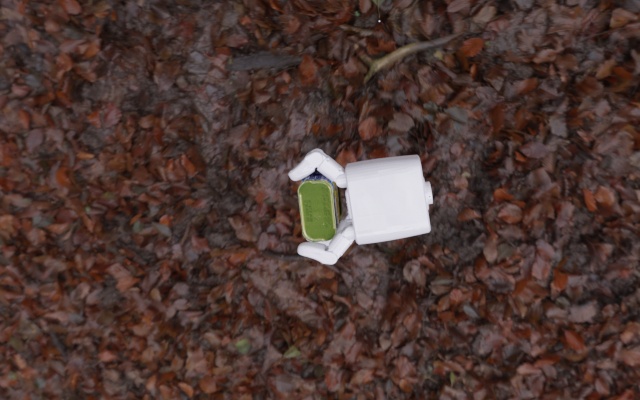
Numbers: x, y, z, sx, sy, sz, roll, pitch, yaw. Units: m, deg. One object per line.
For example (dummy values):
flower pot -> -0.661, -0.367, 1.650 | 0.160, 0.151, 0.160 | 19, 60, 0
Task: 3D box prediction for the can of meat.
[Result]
can of meat -> 0.000, 0.002, 0.724 | 0.057, 0.102, 0.084 | -4, 20, 8
